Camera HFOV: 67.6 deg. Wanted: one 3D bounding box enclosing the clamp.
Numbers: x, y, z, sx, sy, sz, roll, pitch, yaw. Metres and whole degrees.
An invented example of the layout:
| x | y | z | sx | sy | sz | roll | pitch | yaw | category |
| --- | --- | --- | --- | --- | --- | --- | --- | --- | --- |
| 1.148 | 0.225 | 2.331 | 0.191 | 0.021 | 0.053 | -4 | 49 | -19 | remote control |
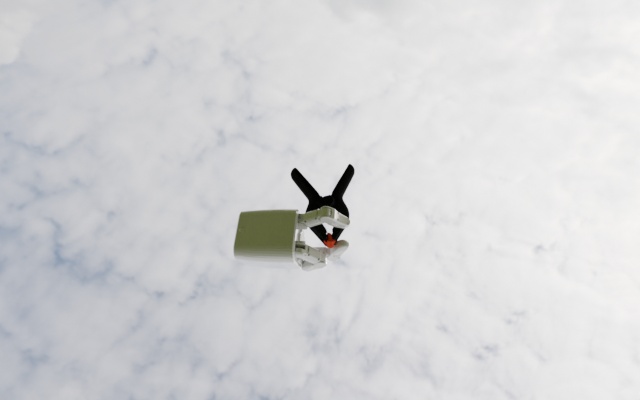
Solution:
| x | y | z | sx | sy | sz | roll | pitch | yaw | category |
| --- | --- | --- | --- | --- | --- | --- | --- | --- | --- |
| 0.000 | 0.003 | 0.870 | 0.120 | 0.171 | 0.039 | 0 | -33 | 7 | clamp |
